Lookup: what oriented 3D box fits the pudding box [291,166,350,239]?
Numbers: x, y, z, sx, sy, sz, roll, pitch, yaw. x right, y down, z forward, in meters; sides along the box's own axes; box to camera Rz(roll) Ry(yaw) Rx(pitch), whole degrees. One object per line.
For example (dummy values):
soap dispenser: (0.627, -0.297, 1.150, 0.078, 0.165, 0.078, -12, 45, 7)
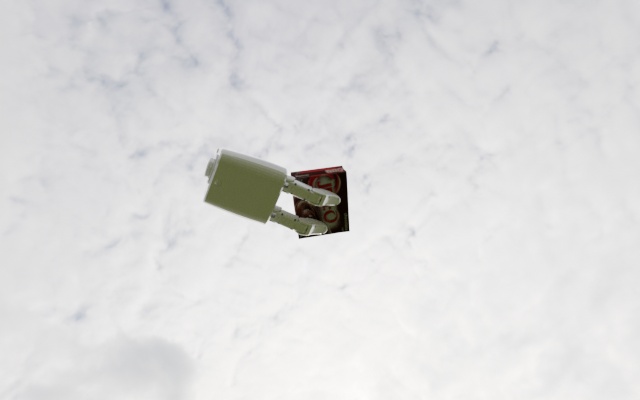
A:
pudding box: (0.000, 0.003, 0.798, 0.090, 0.113, 0.039, -8, 26, -6)
